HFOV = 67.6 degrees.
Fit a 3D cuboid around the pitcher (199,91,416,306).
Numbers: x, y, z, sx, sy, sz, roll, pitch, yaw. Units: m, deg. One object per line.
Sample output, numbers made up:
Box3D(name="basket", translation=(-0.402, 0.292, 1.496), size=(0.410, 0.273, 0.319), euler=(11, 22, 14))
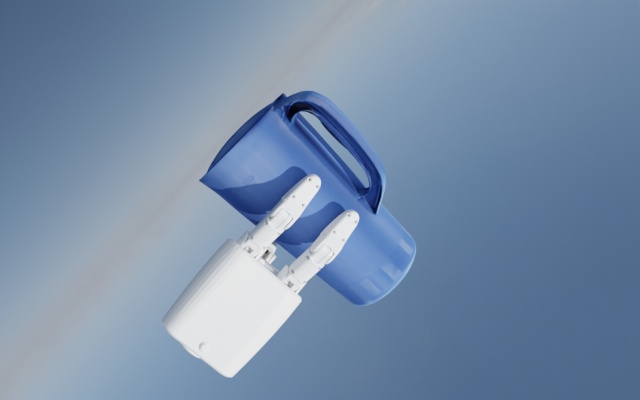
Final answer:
Box3D(name="pitcher", translation=(0.000, 0.002, 0.541), size=(0.243, 0.145, 0.149), euler=(43, -9, -13))
